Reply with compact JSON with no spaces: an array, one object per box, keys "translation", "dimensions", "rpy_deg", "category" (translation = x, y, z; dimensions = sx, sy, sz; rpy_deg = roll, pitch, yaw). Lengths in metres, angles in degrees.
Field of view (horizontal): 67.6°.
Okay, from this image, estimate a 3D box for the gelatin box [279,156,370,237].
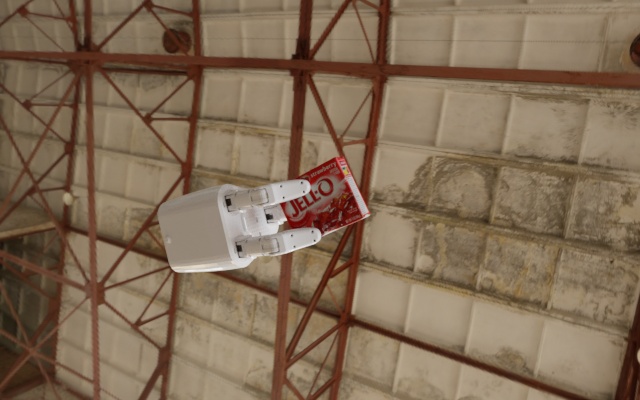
[{"translation":[0.001,0.002,0.537],"dimensions":[0.089,0.073,0.030],"rpy_deg":[-26,-3,24],"category":"gelatin box"}]
